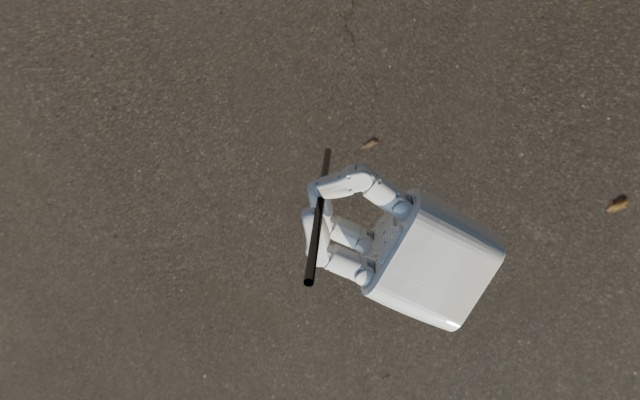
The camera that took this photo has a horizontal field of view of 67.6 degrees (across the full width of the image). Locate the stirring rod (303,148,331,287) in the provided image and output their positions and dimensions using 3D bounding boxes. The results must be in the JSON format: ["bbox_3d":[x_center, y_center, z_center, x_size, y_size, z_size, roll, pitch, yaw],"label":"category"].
[{"bbox_3d":[0.000,0.001,0.456,0.011,0.011,0.239,0,29,5],"label":"stirring rod"}]
